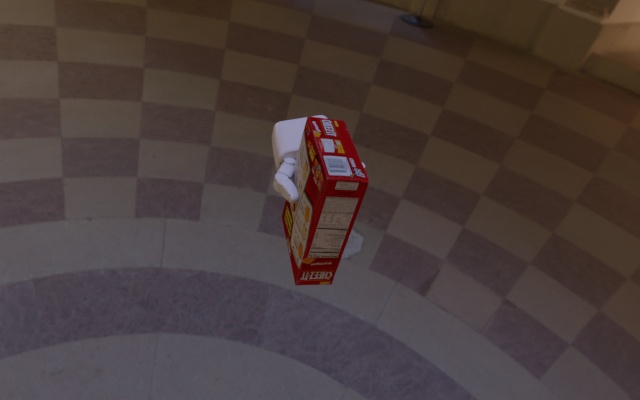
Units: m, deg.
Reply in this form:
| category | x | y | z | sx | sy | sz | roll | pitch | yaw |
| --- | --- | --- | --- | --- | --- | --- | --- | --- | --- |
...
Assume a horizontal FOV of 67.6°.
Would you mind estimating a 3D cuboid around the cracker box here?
| category | x | y | z | sx | sy | sz | roll | pitch | yaw |
| --- | --- | --- | --- | --- | --- | --- | --- | --- | --- |
| cracker box | 0.000 | 0.002 | 0.752 | 0.072 | 0.214 | 0.164 | 3 | 39 | -17 |
